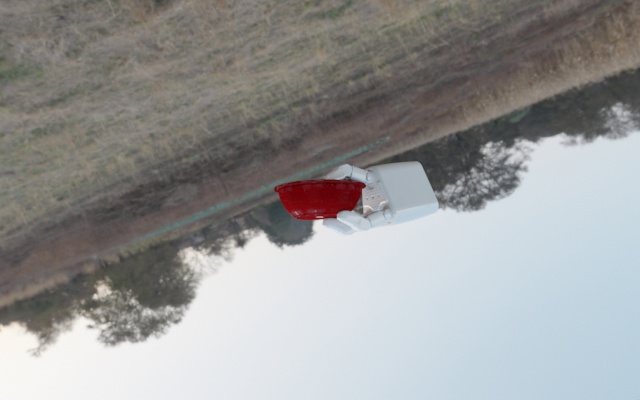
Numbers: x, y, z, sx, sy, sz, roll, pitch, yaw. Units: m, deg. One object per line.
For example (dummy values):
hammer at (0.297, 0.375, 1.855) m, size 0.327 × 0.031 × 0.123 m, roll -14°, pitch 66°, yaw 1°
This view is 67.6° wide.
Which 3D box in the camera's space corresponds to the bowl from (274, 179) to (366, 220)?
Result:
bowl at (-0.001, 0.003, 0.832) m, size 0.162 × 0.055 × 0.162 m, roll -2°, pitch -7°, yaw 0°
